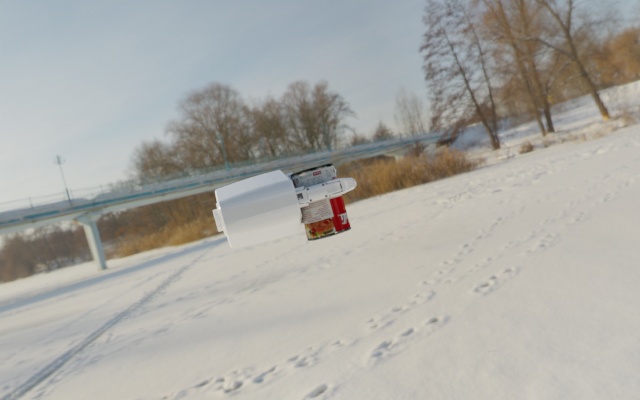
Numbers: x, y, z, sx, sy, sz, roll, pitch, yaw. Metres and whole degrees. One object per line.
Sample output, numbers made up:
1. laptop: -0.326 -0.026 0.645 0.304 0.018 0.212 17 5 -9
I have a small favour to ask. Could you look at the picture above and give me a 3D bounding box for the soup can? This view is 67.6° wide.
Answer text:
1. soup can: 0.001 0.002 0.712 0.068 0.102 0.068 -16 0 0
